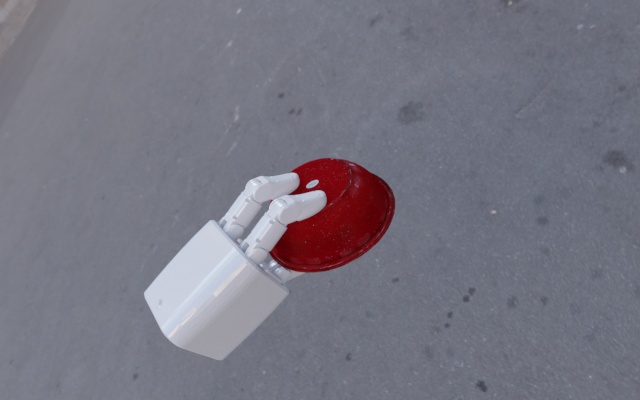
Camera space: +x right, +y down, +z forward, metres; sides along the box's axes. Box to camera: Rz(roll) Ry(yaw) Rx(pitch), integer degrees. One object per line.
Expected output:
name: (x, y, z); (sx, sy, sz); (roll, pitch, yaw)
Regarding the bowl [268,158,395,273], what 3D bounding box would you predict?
bowl: (0.001, 0.001, 0.544); (0.162, 0.055, 0.162); (-16, 40, 13)
